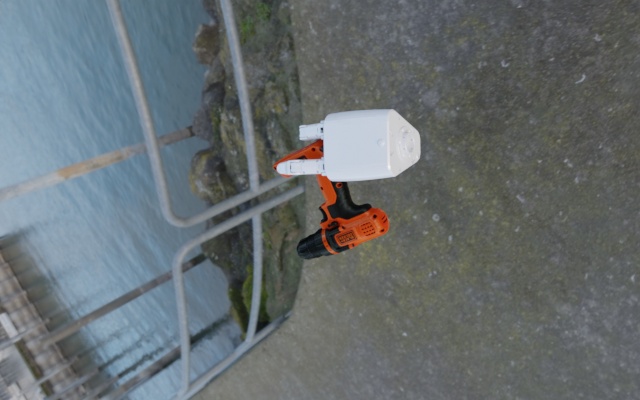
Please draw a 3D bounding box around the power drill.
[{"bbox_3d":[0.000,0.002,0.799,0.184,0.188,0.057,-24,11,31],"label":"power drill"}]
